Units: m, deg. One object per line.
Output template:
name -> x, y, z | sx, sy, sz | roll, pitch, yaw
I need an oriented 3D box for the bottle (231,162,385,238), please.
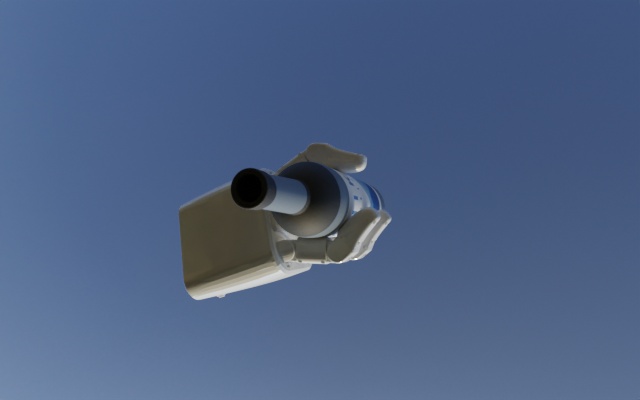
bottle -> 0.000, 0.001, 0.451 | 0.069, 0.069, 0.296 | 0, -4, 19
